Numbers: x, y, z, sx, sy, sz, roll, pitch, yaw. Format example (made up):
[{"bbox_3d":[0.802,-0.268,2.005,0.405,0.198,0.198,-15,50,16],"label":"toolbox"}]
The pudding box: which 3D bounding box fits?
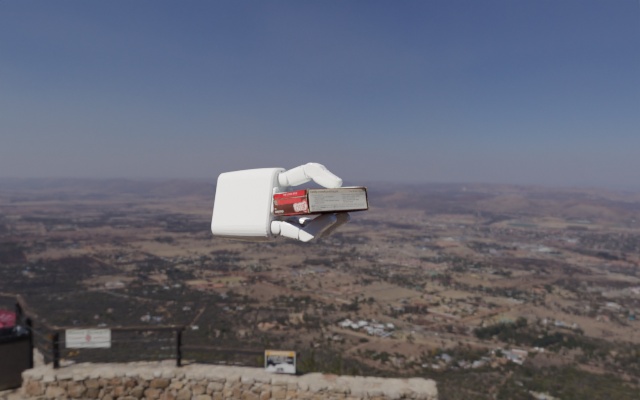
[{"bbox_3d":[0.000,0.002,0.700,0.113,0.039,0.090,-5,0,-37],"label":"pudding box"}]
